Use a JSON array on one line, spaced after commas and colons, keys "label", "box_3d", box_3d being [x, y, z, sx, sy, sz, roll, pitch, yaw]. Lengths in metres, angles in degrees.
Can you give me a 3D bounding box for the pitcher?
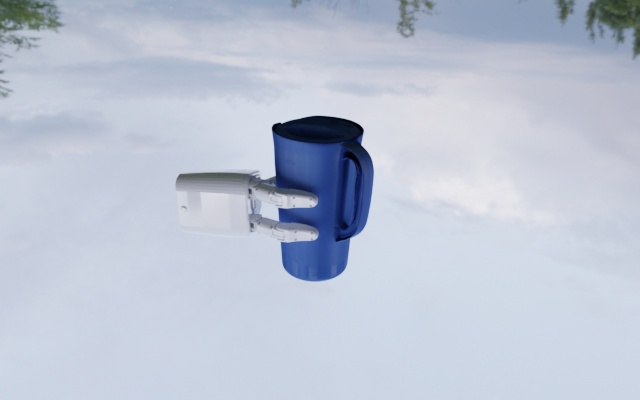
[{"label": "pitcher", "box_3d": [0.000, 0.002, 0.726, 0.145, 0.243, 0.149, 2, 26, 1]}]
